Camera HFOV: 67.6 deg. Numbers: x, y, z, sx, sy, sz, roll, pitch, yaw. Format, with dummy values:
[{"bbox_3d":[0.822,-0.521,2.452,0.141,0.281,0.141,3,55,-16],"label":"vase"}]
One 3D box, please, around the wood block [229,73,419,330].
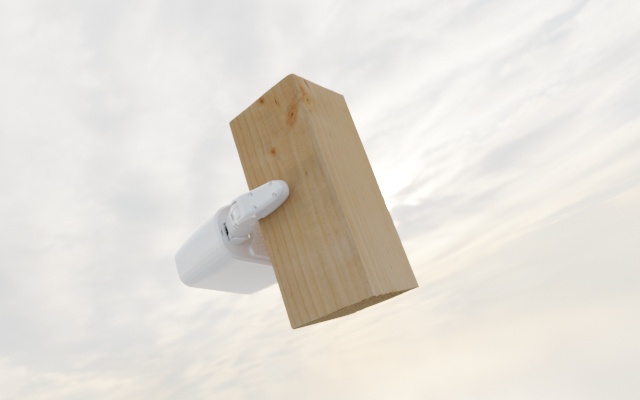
[{"bbox_3d":[0.000,0.001,0.446,0.090,0.206,0.091,-30,-19,31],"label":"wood block"}]
